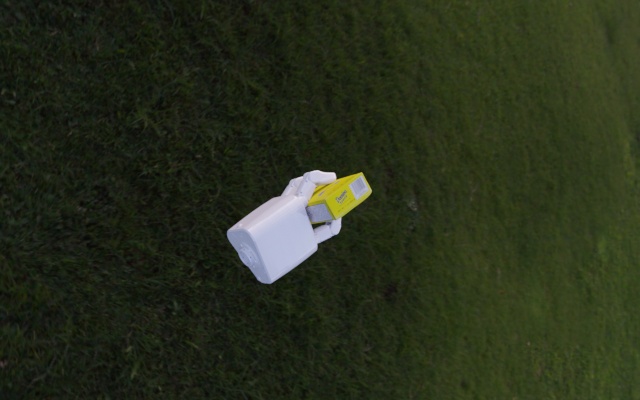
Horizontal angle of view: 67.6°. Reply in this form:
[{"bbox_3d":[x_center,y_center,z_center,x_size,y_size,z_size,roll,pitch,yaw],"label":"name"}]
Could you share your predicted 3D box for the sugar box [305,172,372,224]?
[{"bbox_3d":[0.000,0.002,0.837,0.093,0.048,0.176,-36,14,-32],"label":"sugar box"}]
